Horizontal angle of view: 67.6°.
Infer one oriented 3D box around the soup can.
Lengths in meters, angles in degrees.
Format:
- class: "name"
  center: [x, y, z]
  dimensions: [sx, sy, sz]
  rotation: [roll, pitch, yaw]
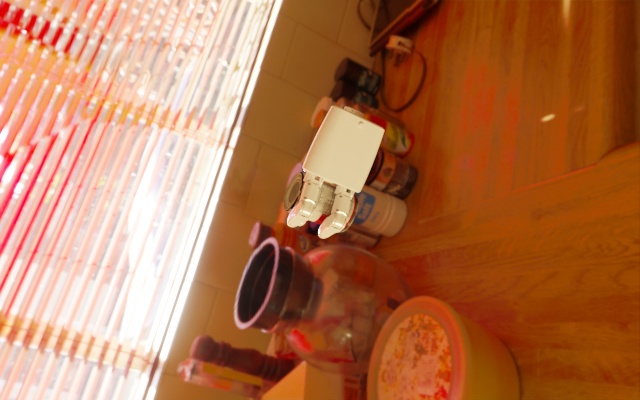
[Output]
- class: "soup can"
  center: [0.000, 0.003, 0.764]
  dimensions: [0.102, 0.068, 0.068]
  rotation: [22, -8, -21]
